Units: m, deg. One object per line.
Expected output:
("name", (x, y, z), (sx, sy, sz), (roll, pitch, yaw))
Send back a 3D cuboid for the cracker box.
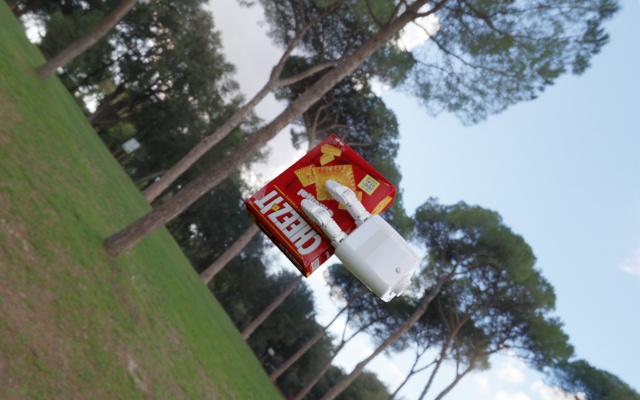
("cracker box", (0.000, 0.003, 0.843), (0.213, 0.164, 0.072), (-39, -21, -17))
